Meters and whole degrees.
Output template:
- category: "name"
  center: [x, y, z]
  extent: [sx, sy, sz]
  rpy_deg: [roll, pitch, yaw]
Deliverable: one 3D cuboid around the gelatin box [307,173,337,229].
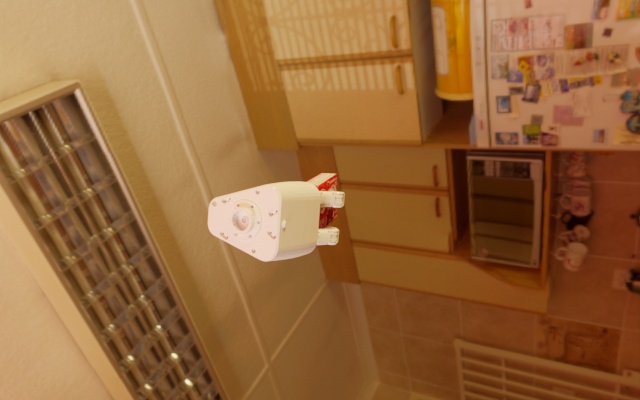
- category: "gelatin box"
  center: [0.000, 0.002, 0.730]
  extent: [0.030, 0.073, 0.089]
  rpy_deg: [4, 16, 19]
